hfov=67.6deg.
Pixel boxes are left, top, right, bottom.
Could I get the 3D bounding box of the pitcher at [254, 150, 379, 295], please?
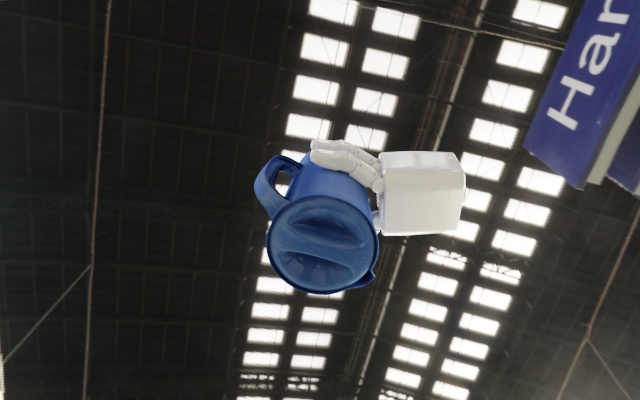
[{"bbox_3d":[0.000,0.002,0.659,0.145,0.149,0.242,-2,24,4],"label":"pitcher"}]
